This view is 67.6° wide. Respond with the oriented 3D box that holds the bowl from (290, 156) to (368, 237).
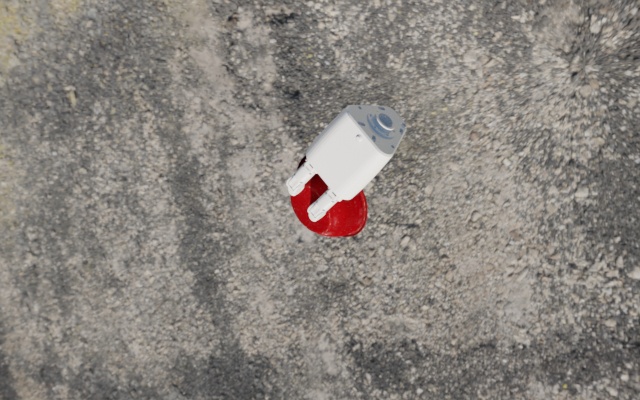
[{"bbox_3d":[0.000,0.004,0.806,0.055,0.162,0.162,-34,21,-36],"label":"bowl"}]
